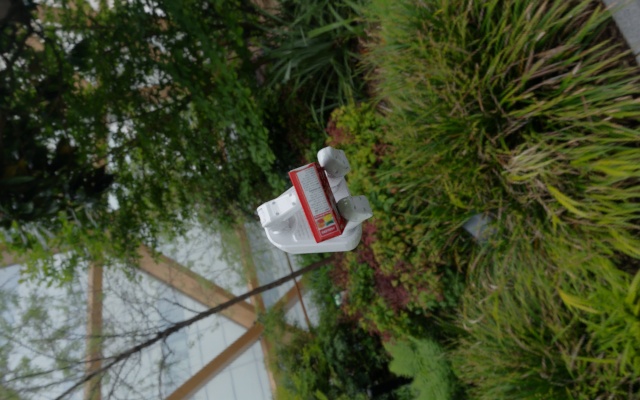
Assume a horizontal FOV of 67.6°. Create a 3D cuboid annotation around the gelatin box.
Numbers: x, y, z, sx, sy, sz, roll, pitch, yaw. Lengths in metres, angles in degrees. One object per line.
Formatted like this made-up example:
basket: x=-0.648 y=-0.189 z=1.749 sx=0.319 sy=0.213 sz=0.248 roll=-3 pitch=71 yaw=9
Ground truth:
gelatin box: x=0.000 y=0.002 z=0.486 sx=0.030 sy=0.073 sz=0.089 roll=-21 pitch=-1 yaw=6
